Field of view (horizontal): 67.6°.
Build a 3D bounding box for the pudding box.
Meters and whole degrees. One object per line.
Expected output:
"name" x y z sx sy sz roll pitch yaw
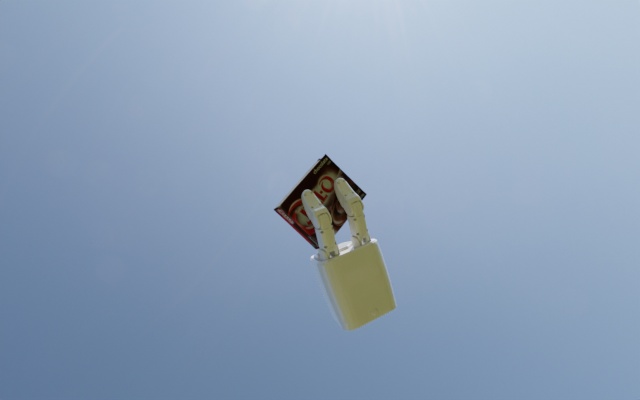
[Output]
"pudding box" 0.000 0.002 0.709 0.090 0.113 0.039 44 -23 -11
